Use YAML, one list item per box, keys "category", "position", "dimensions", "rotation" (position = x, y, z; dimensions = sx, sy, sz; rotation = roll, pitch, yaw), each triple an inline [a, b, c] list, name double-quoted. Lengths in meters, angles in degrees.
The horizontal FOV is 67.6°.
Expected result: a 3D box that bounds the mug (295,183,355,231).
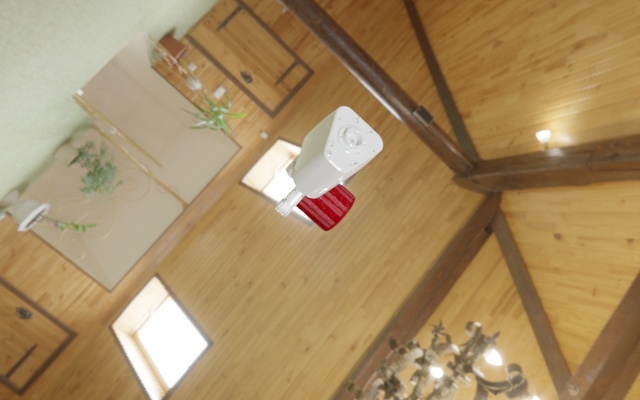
- category: "mug"
  position: [0.000, 0.003, 0.840]
  dimensions: [0.081, 0.093, 0.117]
  rotation: [41, -32, -9]
